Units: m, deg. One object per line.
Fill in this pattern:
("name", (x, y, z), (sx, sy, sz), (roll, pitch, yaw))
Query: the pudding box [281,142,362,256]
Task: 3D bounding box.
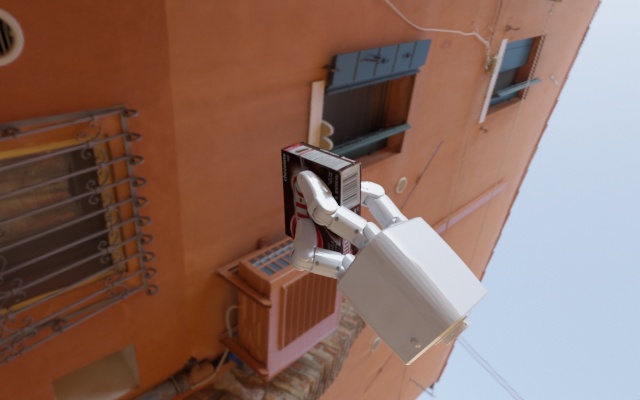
("pudding box", (0.000, 0.002, 0.523), (0.090, 0.113, 0.039), (24, 34, 38))
